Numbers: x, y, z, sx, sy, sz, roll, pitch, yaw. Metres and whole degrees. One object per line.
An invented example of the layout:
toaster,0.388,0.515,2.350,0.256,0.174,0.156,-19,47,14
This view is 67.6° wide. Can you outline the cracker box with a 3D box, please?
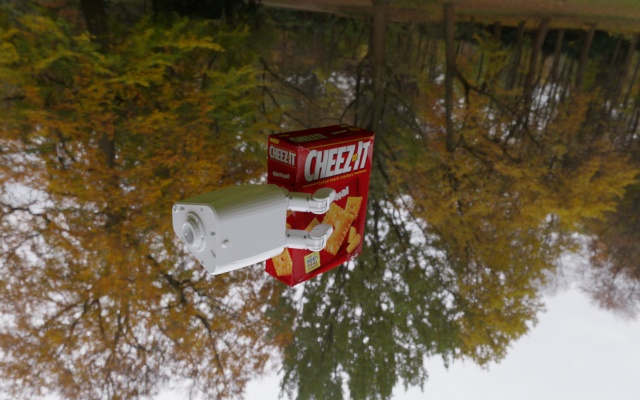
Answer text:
cracker box,0.000,0.002,0.722,0.072,0.214,0.164,23,27,39
